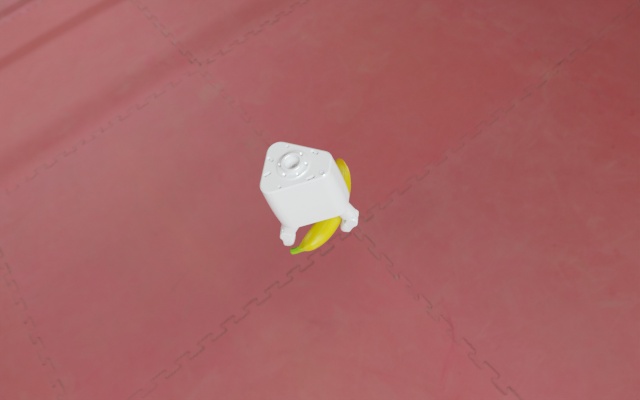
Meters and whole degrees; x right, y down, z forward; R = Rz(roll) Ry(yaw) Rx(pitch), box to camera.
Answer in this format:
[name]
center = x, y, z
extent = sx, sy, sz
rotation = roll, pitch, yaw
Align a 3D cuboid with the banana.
[banana]
center = 0.014, 0.010, 0.831
extent = 0.069, 0.197, 0.037
rotation = 16, -23, 32
